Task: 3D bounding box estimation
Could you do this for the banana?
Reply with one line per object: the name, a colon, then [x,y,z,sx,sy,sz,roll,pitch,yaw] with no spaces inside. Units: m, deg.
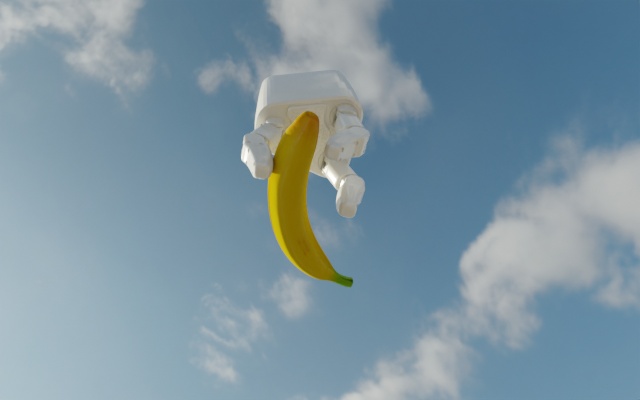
banana: [-0.018,0.008,0.469,0.069,0.198,0.037,-11,31,4]
